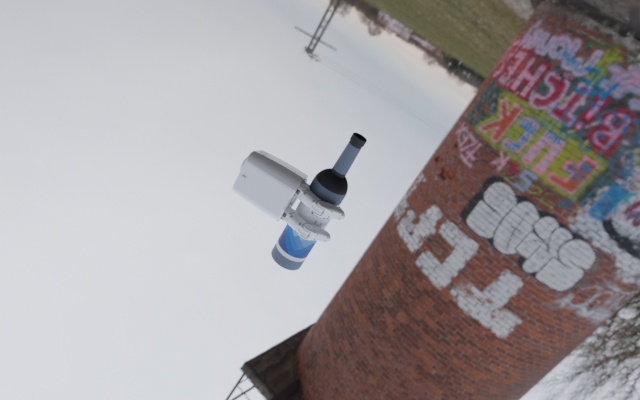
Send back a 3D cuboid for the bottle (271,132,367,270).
[{"bbox_3d":[0.000,0.003,0.890,0.069,0.296,0.069,25,26,-13],"label":"bottle"}]
